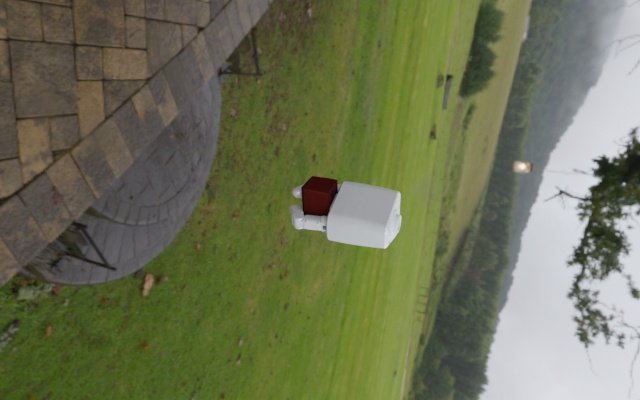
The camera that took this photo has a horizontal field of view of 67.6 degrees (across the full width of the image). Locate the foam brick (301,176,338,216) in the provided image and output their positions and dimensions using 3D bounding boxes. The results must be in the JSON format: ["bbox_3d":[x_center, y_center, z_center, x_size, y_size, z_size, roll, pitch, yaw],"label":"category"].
[{"bbox_3d":[0.000,0.003,0.860,0.051,0.078,0.053,9,32,19],"label":"foam brick"}]
